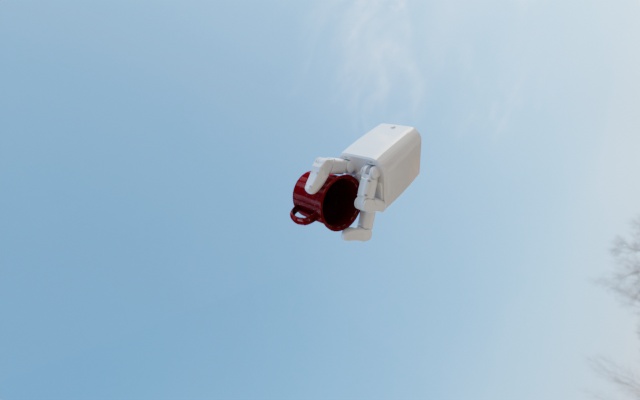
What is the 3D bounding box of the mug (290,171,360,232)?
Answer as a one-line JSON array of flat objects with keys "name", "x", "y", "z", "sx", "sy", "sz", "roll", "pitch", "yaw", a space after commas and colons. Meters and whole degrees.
[{"name": "mug", "x": -0.001, "y": 0.003, "z": 0.777, "sx": 0.117, "sy": 0.093, "sz": 0.081, "roll": -39, "pitch": 36, "yaw": -28}]
